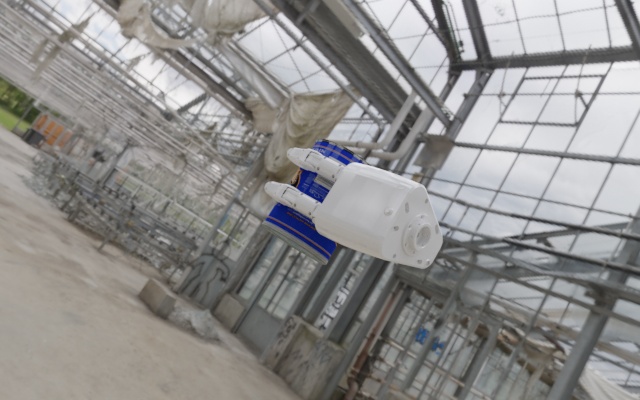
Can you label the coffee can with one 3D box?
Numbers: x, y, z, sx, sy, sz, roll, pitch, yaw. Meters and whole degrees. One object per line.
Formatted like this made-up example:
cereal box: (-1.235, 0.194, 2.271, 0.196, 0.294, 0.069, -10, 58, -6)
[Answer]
coffee can: (0.000, 0.002, 0.654, 0.103, 0.140, 0.103, 31, -10, 6)
